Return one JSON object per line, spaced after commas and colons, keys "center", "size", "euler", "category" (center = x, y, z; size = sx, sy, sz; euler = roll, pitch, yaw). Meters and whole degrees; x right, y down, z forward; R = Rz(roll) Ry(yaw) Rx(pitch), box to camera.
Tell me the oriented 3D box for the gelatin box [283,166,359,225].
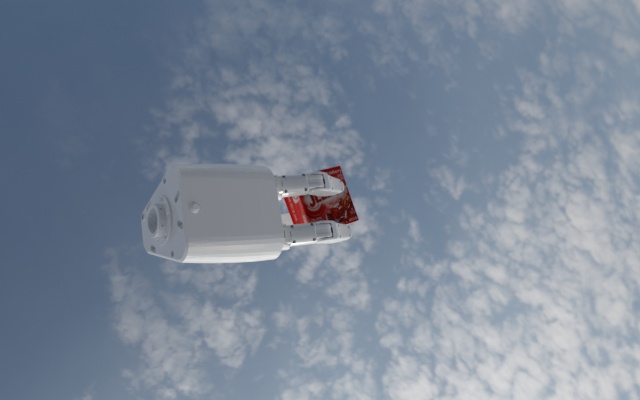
{"center": [0.000, 0.002, 0.571], "size": [0.030, 0.073, 0.089], "euler": [-22, -4, 42], "category": "gelatin box"}
